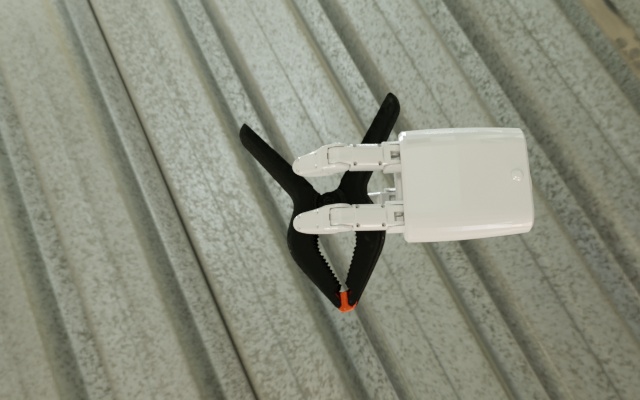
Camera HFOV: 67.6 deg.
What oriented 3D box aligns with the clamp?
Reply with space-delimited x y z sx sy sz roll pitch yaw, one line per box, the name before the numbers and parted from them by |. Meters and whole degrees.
clamp | 0.000 0.002 0.466 0.164 0.210 0.036 -4 -12 11
